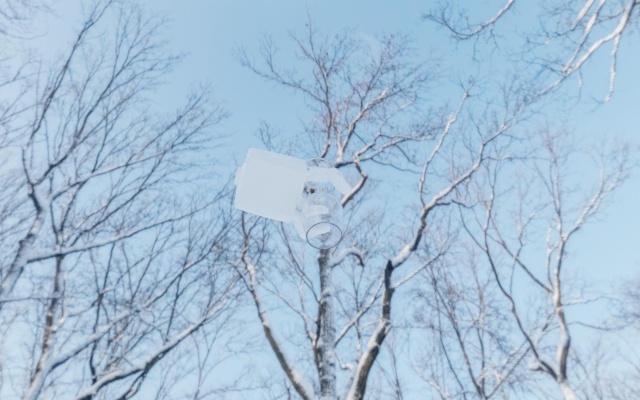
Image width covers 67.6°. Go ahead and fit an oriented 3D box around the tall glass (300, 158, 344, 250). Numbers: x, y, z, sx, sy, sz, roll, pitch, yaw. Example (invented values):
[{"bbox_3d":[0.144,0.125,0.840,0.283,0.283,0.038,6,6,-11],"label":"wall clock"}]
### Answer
[{"bbox_3d":[0.000,0.002,0.891,0.079,0.079,0.201,0,36,-5],"label":"tall glass"}]
